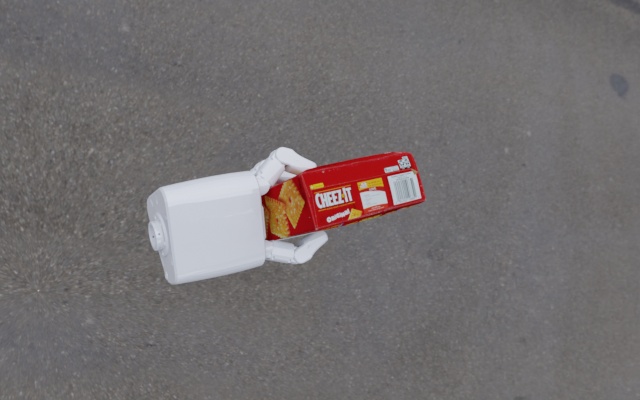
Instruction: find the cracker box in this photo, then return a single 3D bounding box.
[{"bbox_3d":[0.000,0.002,0.619,0.164,0.072,0.214,-13,-2,-32],"label":"cracker box"}]
